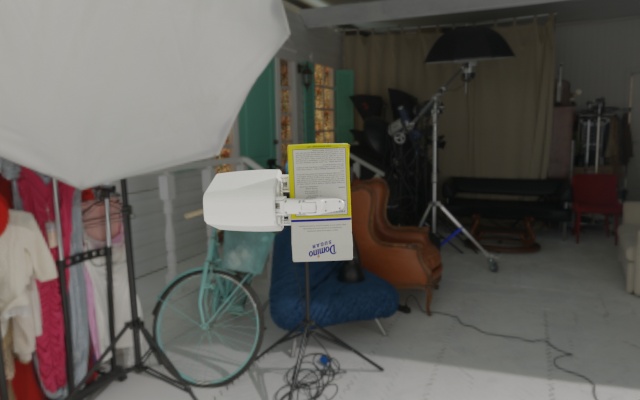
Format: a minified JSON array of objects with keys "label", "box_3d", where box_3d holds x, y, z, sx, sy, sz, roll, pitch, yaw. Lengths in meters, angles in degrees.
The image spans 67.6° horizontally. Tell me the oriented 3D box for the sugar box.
[{"label":"sugar box","box_3d":[0.000,0.002,0.726,0.093,0.176,0.048,-2,8,0]}]
